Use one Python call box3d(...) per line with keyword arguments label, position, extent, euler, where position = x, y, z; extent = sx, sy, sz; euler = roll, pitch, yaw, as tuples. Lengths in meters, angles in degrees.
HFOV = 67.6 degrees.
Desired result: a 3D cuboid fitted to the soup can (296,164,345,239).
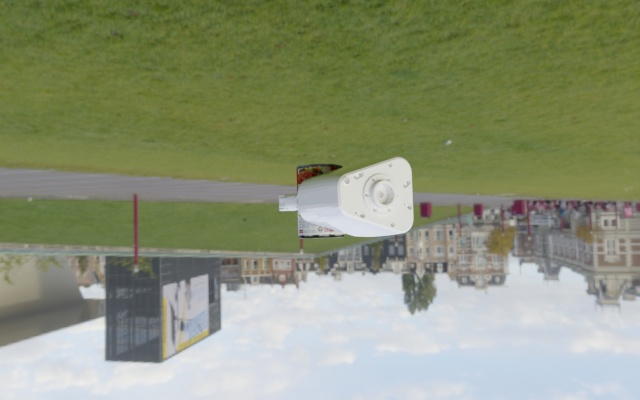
box3d(label="soup can", position=(0.000, 0.003, 0.683), extent=(0.068, 0.102, 0.068), euler=(-2, -3, 0))
